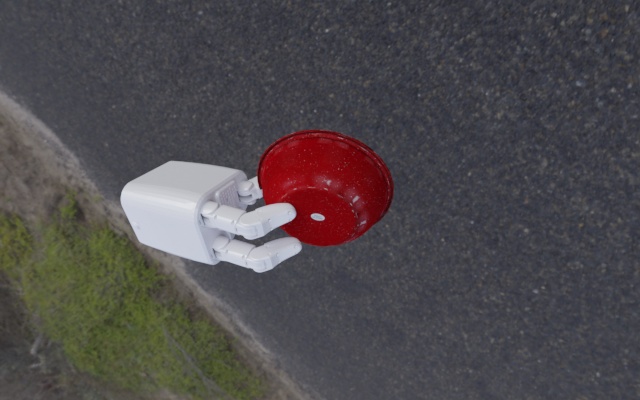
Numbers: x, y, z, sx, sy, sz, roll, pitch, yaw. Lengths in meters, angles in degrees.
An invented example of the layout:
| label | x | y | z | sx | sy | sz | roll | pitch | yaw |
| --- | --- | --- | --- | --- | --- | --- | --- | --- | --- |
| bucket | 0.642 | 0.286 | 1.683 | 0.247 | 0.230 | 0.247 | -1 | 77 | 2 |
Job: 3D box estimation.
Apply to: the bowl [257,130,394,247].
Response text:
| label | x | y | z | sx | sy | sz | roll | pitch | yaw |
| --- | --- | --- | --- | --- | --- | --- | --- | --- | --- |
| bowl | 0.001 | 0.002 | 0.538 | 0.162 | 0.162 | 0.055 | 0 | 43 | 13 |
